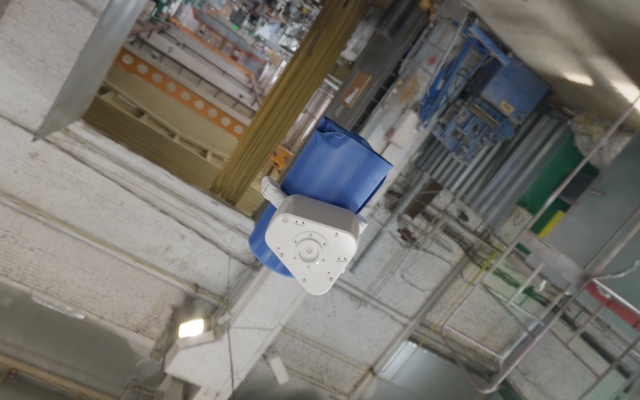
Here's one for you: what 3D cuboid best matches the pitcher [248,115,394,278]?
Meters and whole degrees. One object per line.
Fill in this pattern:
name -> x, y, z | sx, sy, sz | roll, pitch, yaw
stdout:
pitcher -> 0.000, 0.002, 0.759 | 0.149, 0.243, 0.145 | 34, 11, -6
